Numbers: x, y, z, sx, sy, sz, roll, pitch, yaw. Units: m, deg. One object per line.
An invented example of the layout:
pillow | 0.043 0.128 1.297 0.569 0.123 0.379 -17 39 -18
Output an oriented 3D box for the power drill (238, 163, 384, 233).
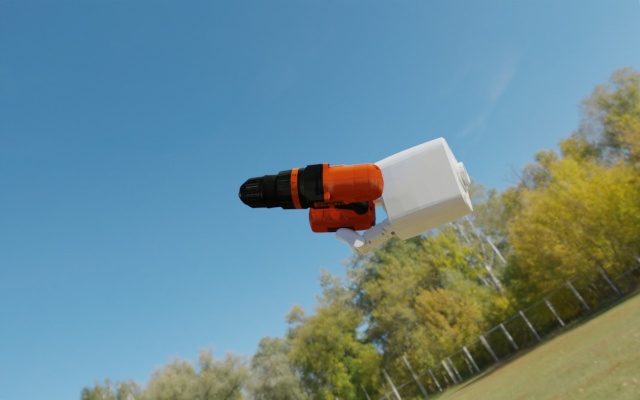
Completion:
power drill | 0.000 0.002 0.663 0.184 0.057 0.188 -3 -14 11
